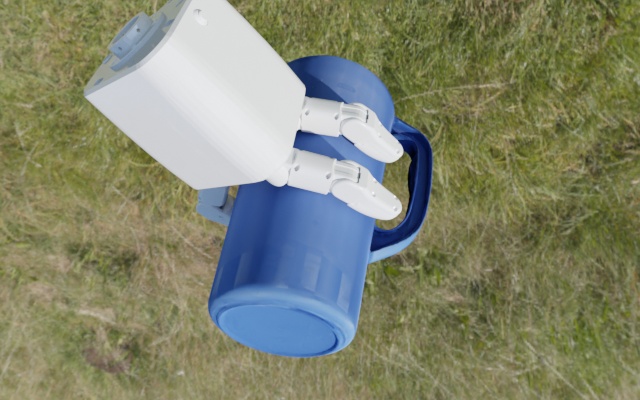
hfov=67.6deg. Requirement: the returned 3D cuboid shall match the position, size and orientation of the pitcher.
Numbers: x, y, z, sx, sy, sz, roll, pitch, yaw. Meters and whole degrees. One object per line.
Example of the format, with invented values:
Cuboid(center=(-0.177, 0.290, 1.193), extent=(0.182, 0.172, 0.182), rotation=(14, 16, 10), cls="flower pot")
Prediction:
Cuboid(center=(0.000, 0.001, 0.409), extent=(0.149, 0.242, 0.145), rotation=(-19, -47, 33), cls="pitcher")
